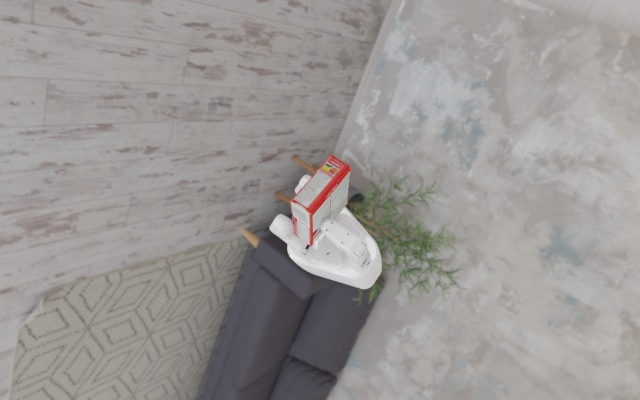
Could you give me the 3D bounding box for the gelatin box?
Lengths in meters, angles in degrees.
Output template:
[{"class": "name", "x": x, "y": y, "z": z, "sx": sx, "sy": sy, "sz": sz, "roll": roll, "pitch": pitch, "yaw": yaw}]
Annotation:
[{"class": "gelatin box", "x": 0.000, "y": 0.002, "z": 0.539, "sx": 0.030, "sy": 0.073, "sz": 0.089, "roll": 34, "pitch": -23, "yaw": 16}]
